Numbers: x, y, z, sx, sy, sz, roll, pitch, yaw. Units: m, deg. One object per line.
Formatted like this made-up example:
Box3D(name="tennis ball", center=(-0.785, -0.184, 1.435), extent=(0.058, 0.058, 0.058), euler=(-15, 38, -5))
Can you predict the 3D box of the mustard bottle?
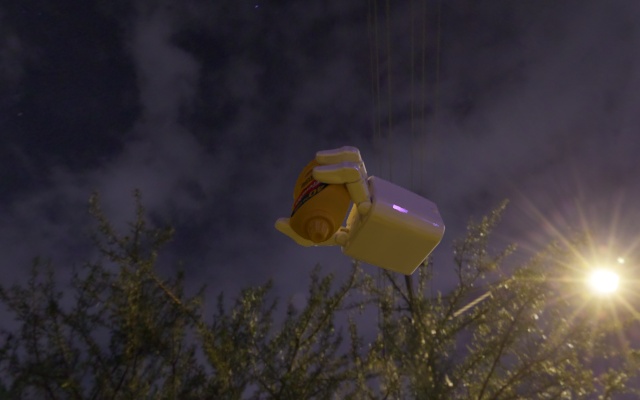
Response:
Box3D(name="mustard bottle", center=(0.000, 0.002, 0.652), extent=(0.096, 0.058, 0.191), euler=(-39, 19, 19))
